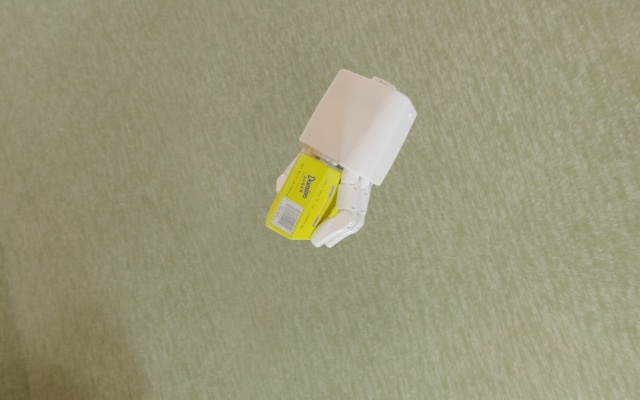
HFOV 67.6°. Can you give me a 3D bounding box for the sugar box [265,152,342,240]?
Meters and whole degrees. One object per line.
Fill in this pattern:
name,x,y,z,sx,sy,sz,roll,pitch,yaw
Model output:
sugar box,0.001,0.002,0.603,0.048,0.093,0.176,30,6,20
